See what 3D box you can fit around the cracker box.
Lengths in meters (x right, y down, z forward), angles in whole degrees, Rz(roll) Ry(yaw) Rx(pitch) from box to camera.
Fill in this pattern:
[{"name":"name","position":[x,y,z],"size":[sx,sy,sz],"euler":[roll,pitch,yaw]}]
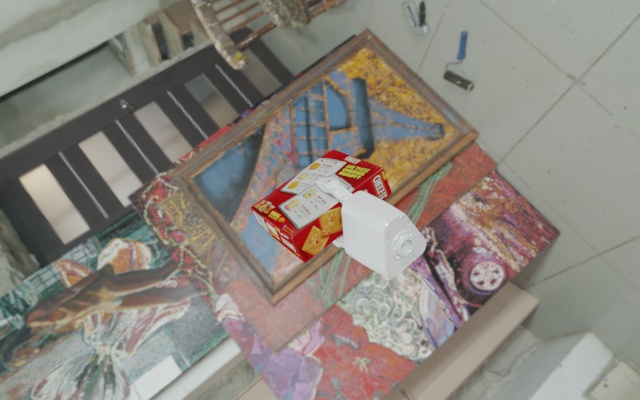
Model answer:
[{"name":"cracker box","position":[0.000,0.003,0.898],"size":[0.213,0.072,0.164],"euler":[-36,35,-18]}]
